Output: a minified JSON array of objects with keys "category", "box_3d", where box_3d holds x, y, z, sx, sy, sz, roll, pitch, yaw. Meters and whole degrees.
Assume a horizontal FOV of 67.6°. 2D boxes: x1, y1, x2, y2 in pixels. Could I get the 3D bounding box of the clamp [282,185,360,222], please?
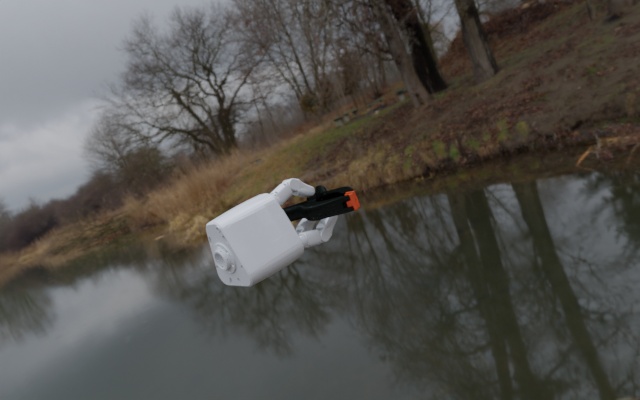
[{"category":"clamp","box_3d":[0.000,0.002,0.815,0.164,0.036,0.210,-32,14,-39]}]
